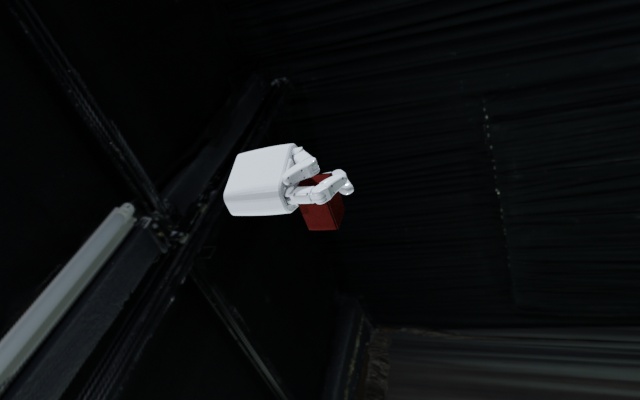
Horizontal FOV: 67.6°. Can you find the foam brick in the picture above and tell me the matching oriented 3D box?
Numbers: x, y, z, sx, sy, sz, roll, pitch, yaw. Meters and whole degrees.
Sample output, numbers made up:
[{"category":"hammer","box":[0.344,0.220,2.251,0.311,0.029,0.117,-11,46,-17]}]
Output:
[{"category":"foam brick","box":[0.000,0.003,0.764,0.051,0.078,0.053,-6,35,23]}]
